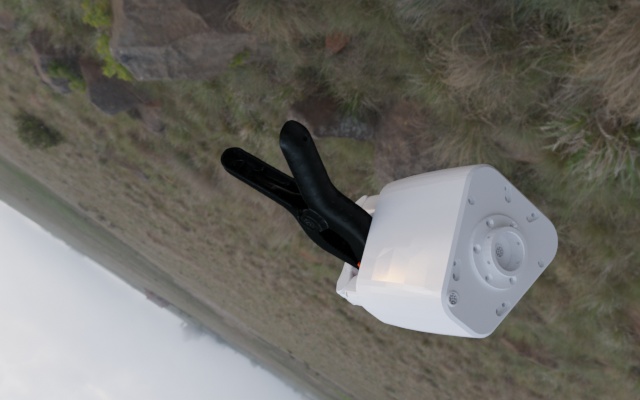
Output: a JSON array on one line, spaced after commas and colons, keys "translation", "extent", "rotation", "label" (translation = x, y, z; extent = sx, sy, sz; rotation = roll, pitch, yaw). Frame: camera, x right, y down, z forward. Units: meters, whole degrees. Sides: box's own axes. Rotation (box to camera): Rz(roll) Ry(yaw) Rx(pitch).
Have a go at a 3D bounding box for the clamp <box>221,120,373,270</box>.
[{"translation": [0.000, 0.002, 0.401], "extent": [0.171, 0.039, 0.120], "rotation": [39, -20, -15], "label": "clamp"}]
